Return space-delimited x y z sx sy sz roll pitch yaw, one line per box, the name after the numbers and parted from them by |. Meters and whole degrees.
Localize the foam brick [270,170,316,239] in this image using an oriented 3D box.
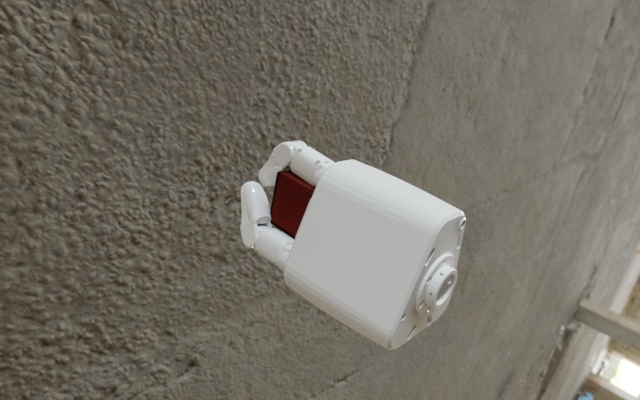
0.000 0.001 0.439 0.051 0.053 0.078 29 28 34 | foam brick
